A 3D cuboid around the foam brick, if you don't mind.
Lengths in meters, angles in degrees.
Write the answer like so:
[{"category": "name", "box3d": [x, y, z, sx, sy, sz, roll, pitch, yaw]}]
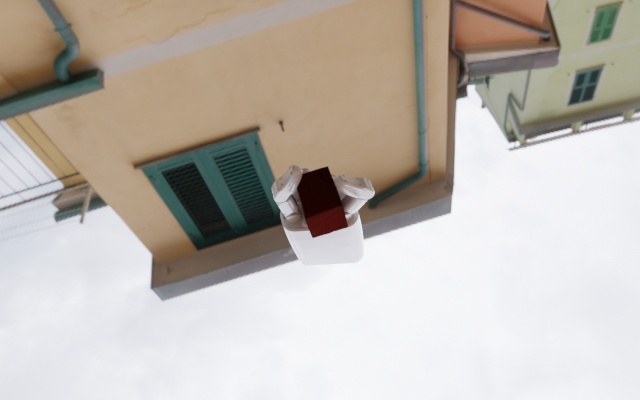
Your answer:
[{"category": "foam brick", "box3d": [0.000, 0.002, 0.652, 0.053, 0.078, 0.051, -17, -41, 0]}]
